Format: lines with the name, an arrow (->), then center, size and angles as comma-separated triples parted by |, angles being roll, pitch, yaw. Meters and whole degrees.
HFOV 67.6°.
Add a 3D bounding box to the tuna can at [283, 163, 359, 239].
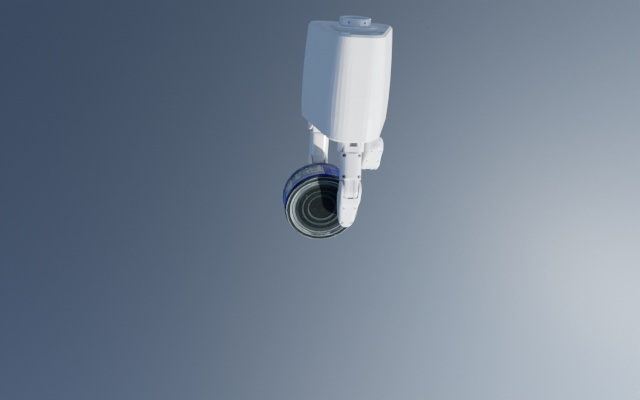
tuna can -> 0.000, 0.002, 0.552 | 0.086, 0.086, 0.033 | 0, 30, -8
